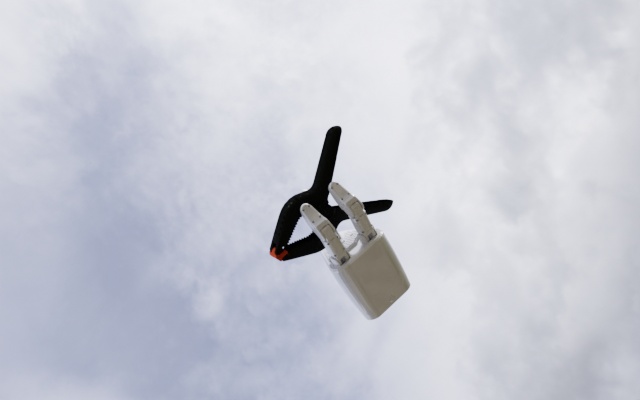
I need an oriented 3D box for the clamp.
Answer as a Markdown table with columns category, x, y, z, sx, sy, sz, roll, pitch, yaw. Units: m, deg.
| category | x | y | z | sx | sy | sz | roll | pitch | yaw |
| --- | --- | --- | --- | --- | --- | --- | --- | --- | --- |
| clamp | -0.001 | 0.003 | 0.711 | 0.210 | 0.165 | 0.036 | -39 | 21 | -18 |
